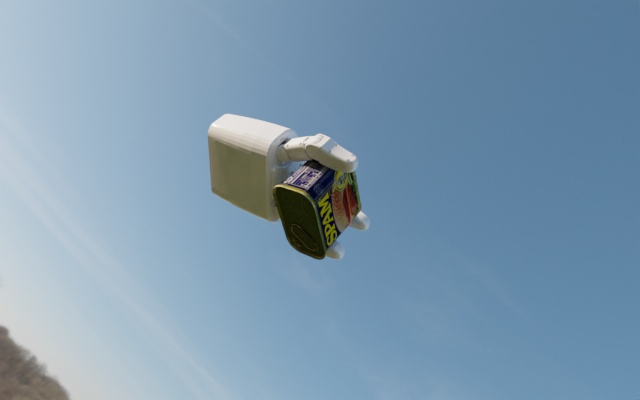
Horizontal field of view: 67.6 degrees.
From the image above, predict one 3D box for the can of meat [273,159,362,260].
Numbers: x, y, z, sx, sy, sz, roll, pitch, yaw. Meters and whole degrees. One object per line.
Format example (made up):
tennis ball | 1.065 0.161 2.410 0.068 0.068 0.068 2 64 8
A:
can of meat | 0.000 0.002 0.547 0.057 0.102 0.084 18 48 32
